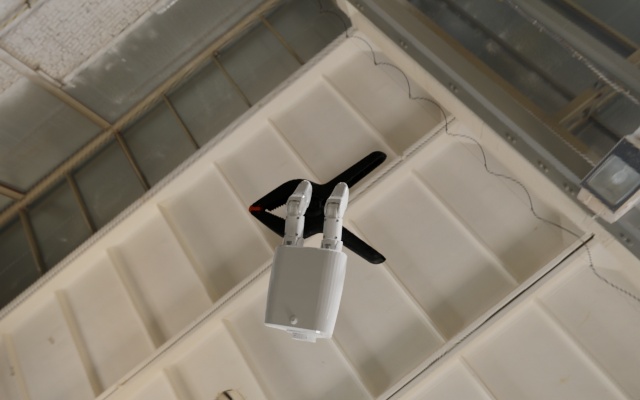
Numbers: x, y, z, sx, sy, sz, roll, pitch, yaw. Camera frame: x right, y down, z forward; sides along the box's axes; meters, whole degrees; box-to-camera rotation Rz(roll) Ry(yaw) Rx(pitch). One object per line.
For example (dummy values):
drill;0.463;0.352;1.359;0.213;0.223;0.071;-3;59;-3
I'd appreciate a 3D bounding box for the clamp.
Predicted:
clamp;0.000;0.003;0.690;0.210;0.164;0.036;4;-21;19
